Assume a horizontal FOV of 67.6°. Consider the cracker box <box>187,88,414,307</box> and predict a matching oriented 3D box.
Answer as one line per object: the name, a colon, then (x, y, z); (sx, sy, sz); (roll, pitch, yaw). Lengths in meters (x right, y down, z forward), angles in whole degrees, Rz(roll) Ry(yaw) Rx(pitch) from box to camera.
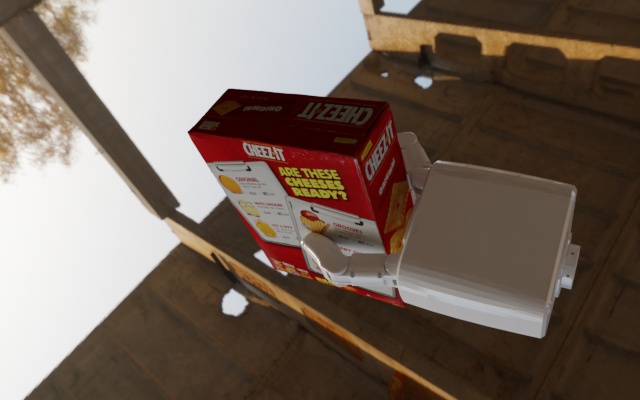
cracker box: (0.000, 0.002, 0.450); (0.164, 0.072, 0.214); (12, -35, 29)
